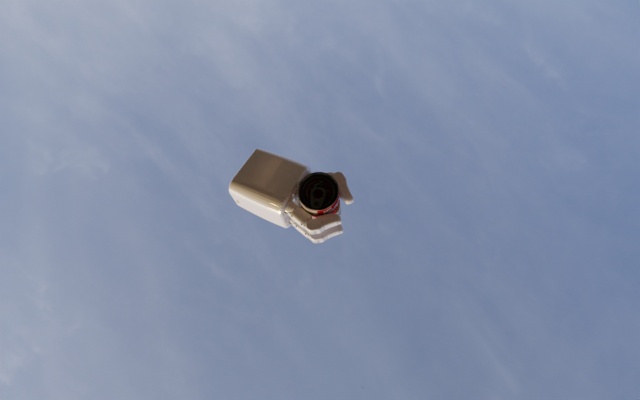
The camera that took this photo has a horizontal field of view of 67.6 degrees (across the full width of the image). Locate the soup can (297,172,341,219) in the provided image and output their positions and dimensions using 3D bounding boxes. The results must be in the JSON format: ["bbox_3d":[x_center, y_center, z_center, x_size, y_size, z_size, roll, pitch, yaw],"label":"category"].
[{"bbox_3d":[0.001,0.003,0.819,0.068,0.068,0.102,0,-21,5],"label":"soup can"}]
